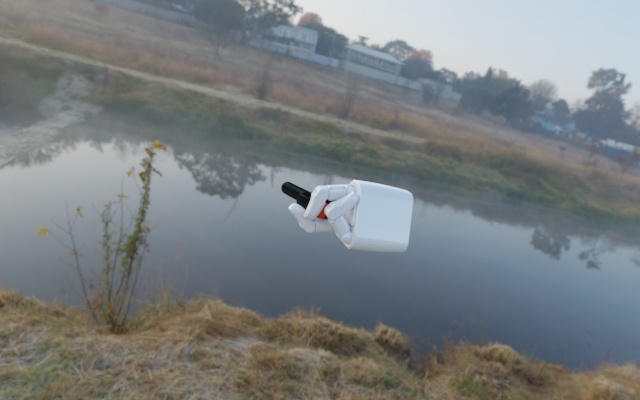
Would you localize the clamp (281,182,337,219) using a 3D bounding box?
[{"bbox_3d":[0.000,0.002,0.892,0.120,0.039,0.171,6,15,-19],"label":"clamp"}]
